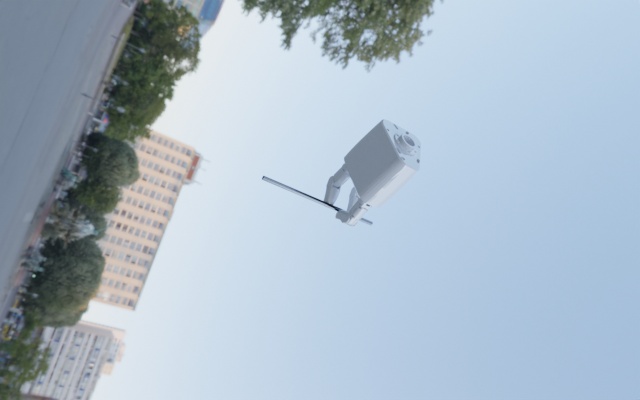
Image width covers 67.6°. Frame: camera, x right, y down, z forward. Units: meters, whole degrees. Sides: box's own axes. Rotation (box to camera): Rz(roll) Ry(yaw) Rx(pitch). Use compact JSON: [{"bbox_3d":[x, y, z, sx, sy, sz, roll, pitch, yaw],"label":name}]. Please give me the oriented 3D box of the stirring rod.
[{"bbox_3d":[0.000,0.003,0.875,0.239,0.011,0.011,23,-11,-26],"label":"stirring rod"}]
